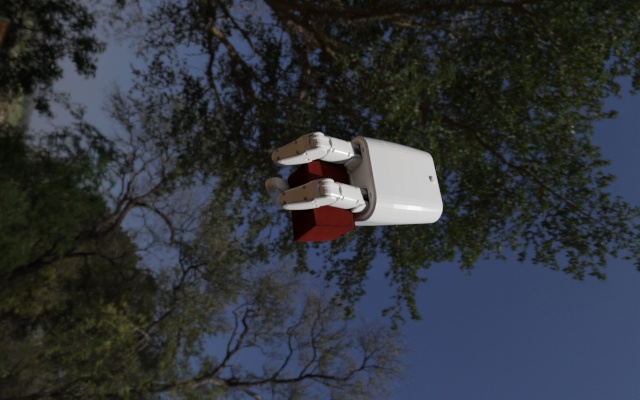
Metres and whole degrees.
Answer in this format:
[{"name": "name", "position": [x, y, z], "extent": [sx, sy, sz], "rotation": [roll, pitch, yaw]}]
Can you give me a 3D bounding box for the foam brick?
[{"name": "foam brick", "position": [0.000, 0.002, 0.529], "extent": [0.051, 0.078, 0.053], "rotation": [5, -23, -30]}]
